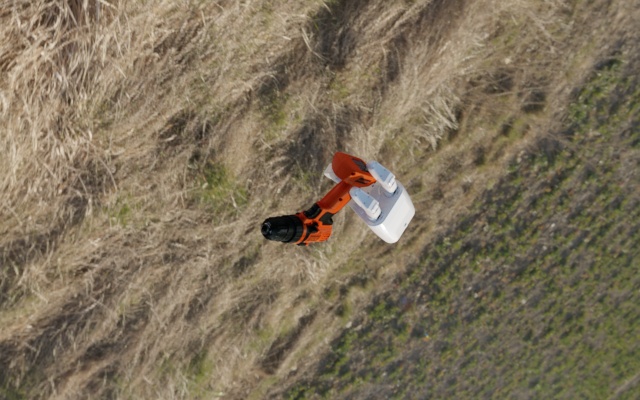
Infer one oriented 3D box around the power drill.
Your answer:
[{"bbox_3d":[0.001,0.002,0.828,0.188,0.057,0.184,-47,-24,21],"label":"power drill"}]
